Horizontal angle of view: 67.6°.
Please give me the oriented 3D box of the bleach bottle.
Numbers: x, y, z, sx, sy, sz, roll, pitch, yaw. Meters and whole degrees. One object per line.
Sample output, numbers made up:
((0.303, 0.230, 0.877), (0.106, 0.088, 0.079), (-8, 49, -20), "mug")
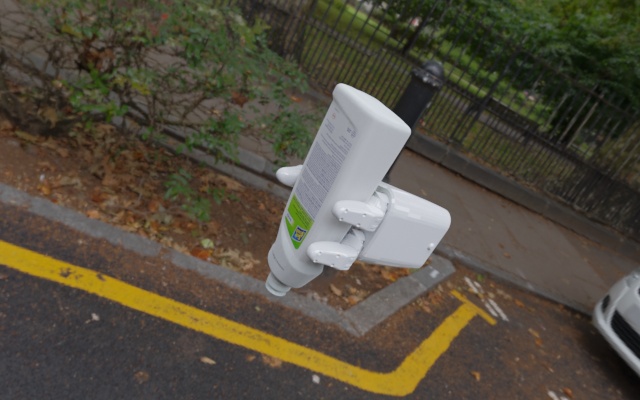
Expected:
((0.000, 0.002, 0.547), (0.068, 0.251, 0.102), (15, 26, -33), "bleach bottle")
